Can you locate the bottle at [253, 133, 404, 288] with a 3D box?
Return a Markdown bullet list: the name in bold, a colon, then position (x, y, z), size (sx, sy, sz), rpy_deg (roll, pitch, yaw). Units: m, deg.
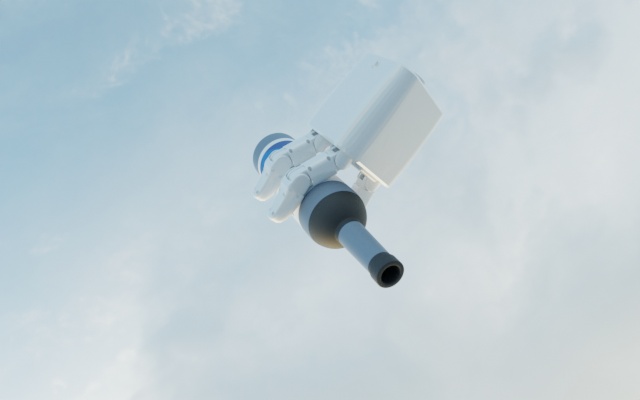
- **bottle**: position (0.000, 0.002, 0.522), size (0.069, 0.069, 0.295), rpy_deg (0, 25, -26)
